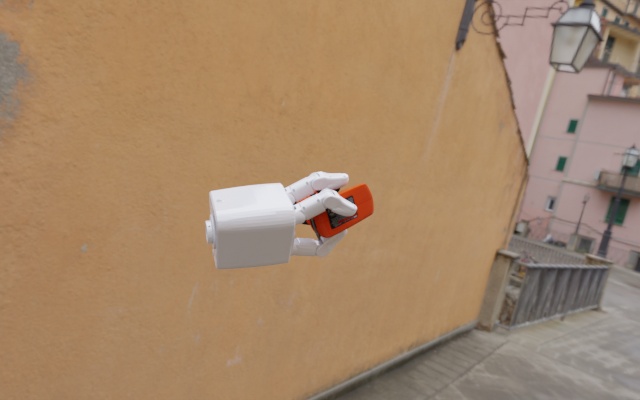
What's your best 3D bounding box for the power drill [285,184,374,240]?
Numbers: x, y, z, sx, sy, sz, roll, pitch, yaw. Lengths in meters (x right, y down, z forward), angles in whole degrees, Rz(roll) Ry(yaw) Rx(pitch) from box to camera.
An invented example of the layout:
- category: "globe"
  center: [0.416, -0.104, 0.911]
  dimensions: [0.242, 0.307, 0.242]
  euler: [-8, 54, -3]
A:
- category: "power drill"
  center: [0.000, 0.003, 0.781]
  dimensions: [0.184, 0.057, 0.187]
  euler: [-27, 17, -29]
